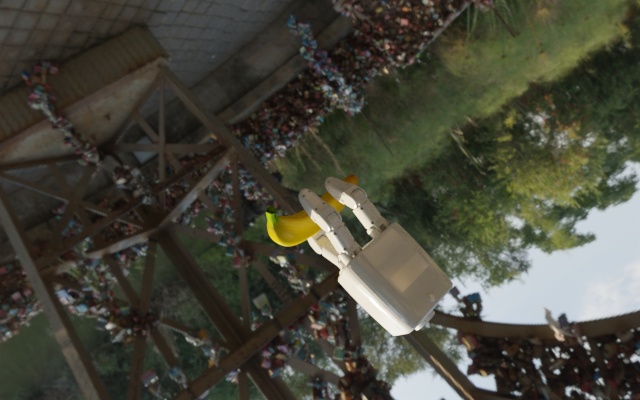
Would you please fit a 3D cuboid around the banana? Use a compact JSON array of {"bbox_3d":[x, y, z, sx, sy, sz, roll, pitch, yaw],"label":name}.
[{"bbox_3d":[-0.009,0.017,0.629,0.037,0.070,0.197,40,33,17],"label":"banana"}]
